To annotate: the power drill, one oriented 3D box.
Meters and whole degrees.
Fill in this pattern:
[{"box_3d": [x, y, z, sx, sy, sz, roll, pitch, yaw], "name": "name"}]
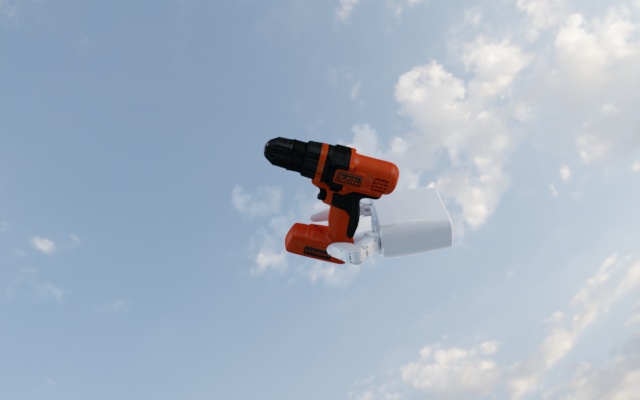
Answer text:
[{"box_3d": [0.000, 0.003, 0.683, 0.184, 0.188, 0.057, 15, 41, -2], "name": "power drill"}]
